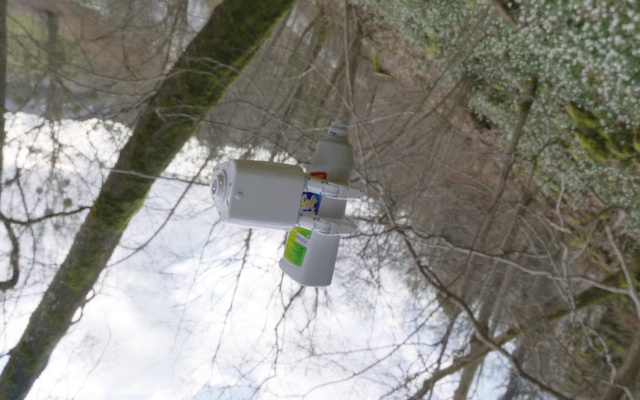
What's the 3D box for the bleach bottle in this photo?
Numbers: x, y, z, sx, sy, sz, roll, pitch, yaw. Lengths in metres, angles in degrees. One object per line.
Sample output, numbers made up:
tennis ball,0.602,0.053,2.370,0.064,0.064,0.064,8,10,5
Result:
bleach bottle,0.000,0.003,0.751,0.068,0.251,0.102,6,11,-31
